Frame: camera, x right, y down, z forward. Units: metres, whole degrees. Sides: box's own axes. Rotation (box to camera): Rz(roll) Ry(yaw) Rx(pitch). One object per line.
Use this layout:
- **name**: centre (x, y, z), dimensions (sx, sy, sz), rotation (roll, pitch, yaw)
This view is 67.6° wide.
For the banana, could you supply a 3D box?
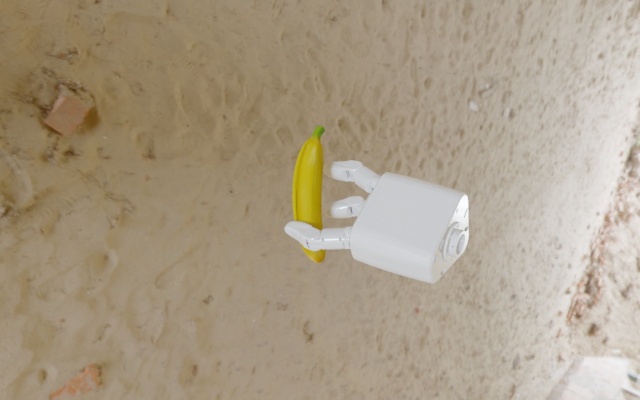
- **banana**: centre (-0.010, 0.003, 0.642), dimensions (0.037, 0.198, 0.069), rotation (13, 21, 31)
